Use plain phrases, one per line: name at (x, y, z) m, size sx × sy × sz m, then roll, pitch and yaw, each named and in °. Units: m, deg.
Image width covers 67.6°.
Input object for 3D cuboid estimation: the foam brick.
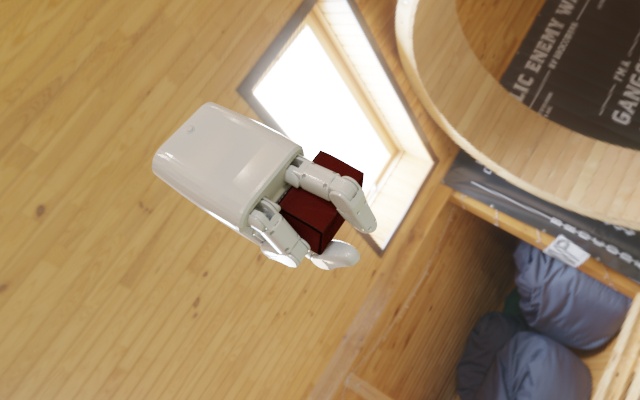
foam brick at (0.000, 0.001, 0.458) m, size 0.051 × 0.078 × 0.053 m, roll 30°, pitch -26°, yaw 14°
